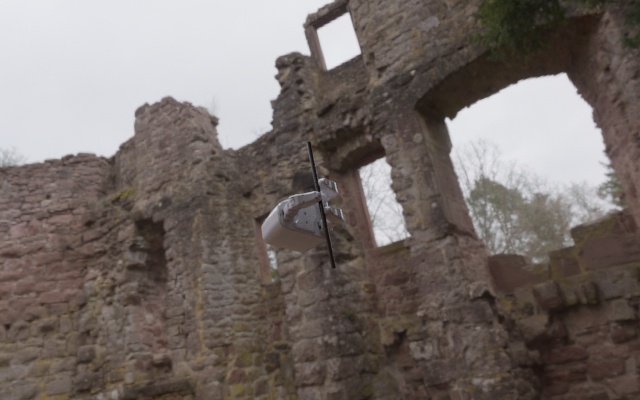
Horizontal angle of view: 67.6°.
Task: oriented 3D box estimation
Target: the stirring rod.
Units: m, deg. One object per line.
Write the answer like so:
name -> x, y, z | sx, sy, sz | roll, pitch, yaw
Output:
stirring rod -> 0.000, 0.003, 0.843 | 0.011, 0.239, 0.011 | -10, -21, -4
